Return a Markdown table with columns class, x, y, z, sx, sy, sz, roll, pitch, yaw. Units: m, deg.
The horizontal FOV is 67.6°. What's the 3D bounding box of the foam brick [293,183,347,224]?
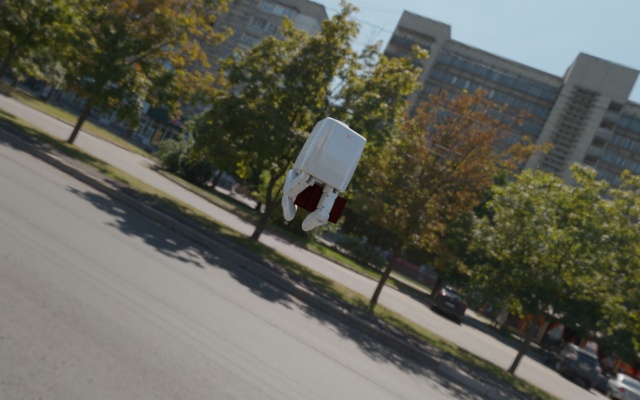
| class | x | y | z | sx | sy | sz | roll | pitch | yaw |
| --- | --- | --- | --- | --- | --- | --- | --- | --- | --- |
| foam brick | 0.000 | 0.003 | 0.897 | 0.078 | 0.051 | 0.053 | 28 | -4 | -29 |
